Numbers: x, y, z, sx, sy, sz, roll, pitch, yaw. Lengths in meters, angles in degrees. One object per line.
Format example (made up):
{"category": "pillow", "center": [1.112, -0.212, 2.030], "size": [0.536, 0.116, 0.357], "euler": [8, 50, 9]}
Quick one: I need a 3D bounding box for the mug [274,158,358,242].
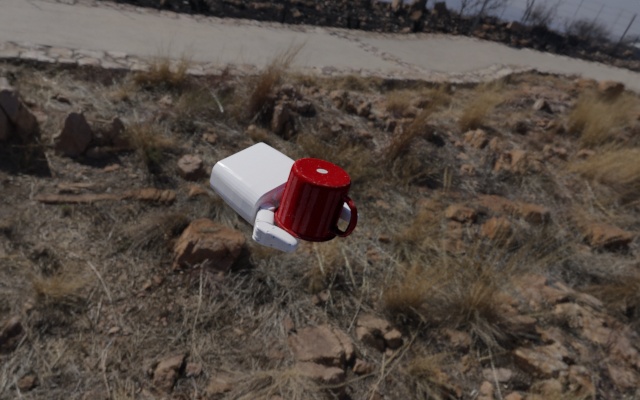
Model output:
{"category": "mug", "center": [0.001, 0.003, 0.630], "size": [0.117, 0.081, 0.093], "euler": [35, 31, 29]}
